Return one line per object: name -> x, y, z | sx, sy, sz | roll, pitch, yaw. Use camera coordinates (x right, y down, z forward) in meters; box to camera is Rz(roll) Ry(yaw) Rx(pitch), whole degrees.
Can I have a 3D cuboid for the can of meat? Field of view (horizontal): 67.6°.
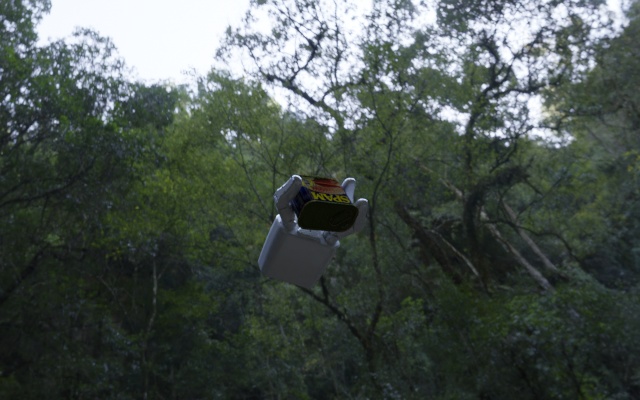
can of meat -> 0.000, 0.002, 0.793 | 0.102, 0.057, 0.084 | 6, 34, -28
